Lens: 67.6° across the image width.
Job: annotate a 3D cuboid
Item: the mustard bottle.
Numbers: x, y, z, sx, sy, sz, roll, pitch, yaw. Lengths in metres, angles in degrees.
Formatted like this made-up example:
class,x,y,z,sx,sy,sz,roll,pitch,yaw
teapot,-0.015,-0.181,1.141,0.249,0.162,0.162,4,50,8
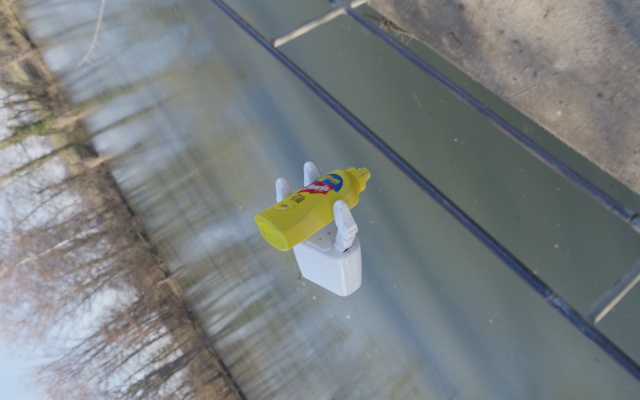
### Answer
class,x,y,z,sx,sy,sz,roll,pitch,yaw
mustard bottle,0.000,0.002,0.730,0.191,0.058,0.096,-32,24,-22
